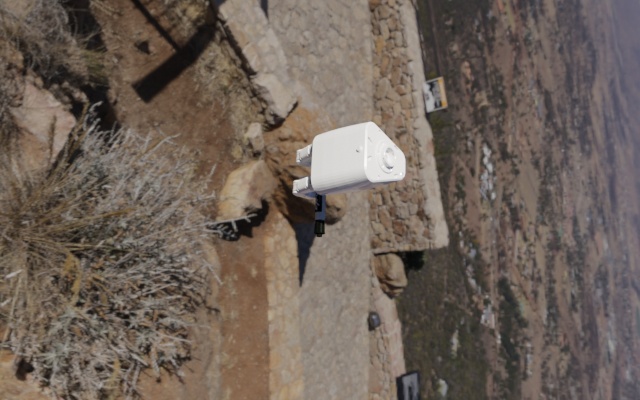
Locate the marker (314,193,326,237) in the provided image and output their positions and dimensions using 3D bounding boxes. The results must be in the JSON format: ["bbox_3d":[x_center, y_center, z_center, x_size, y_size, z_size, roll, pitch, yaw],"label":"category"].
[{"bbox_3d":[0.000,0.003,0.817,0.020,0.121,0.020,2,-14,0],"label":"marker"}]
